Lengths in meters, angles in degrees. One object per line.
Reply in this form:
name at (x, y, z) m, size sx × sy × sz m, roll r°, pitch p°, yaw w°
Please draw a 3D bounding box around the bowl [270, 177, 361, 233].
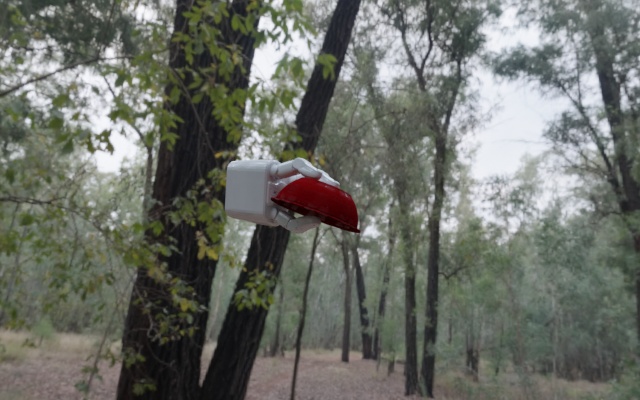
bowl at (0.001, 0.003, 0.805) m, size 0.162 × 0.055 × 0.162 m, roll 21°, pitch -6°, yaw 2°
